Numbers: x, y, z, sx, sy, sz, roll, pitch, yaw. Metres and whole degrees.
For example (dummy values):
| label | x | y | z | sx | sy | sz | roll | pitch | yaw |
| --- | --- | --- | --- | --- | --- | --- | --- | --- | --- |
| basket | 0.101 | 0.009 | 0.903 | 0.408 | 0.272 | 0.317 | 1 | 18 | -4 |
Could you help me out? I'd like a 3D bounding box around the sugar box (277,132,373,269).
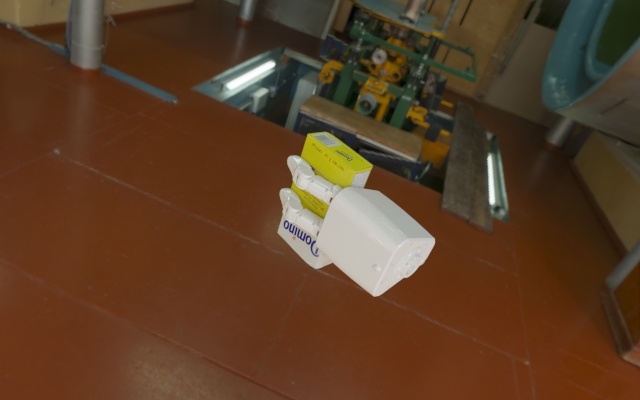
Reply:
| label | x | y | z | sx | sy | sz | roll | pitch | yaw |
| --- | --- | --- | --- | --- | --- | --- | --- | --- | --- |
| sugar box | 0.000 | 0.002 | 0.668 | 0.048 | 0.176 | 0.093 | -14 | 45 | -44 |
